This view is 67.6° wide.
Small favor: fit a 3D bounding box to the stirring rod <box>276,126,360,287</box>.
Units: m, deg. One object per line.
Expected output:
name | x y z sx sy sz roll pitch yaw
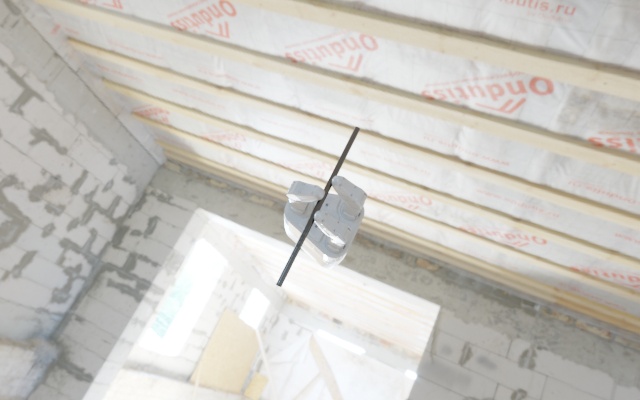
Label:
stirring rod | 0.000 0.002 0.619 0.011 0.239 0.011 24 -19 9
